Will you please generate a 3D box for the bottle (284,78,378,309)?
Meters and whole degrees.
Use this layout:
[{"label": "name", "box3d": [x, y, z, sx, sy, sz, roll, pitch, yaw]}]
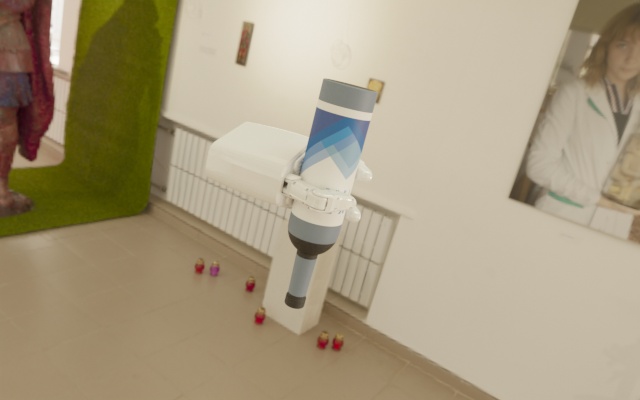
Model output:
[{"label": "bottle", "box3d": [0.000, 0.002, 0.599, 0.069, 0.296, 0.069, 13, 16, -4]}]
